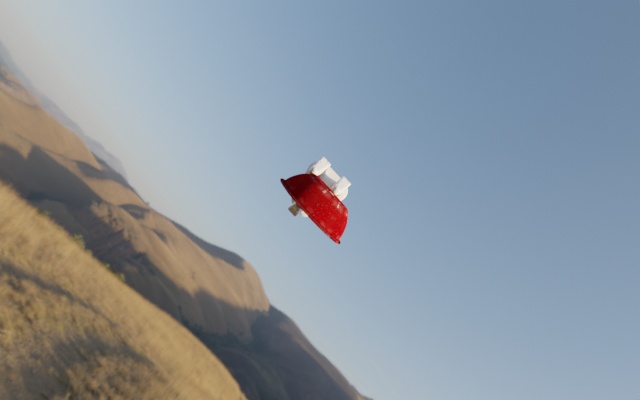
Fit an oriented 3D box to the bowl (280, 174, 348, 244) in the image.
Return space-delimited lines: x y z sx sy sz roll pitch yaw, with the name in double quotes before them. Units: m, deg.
"bowl" 0.001 0.003 0.871 0.055 0.162 0.162 -42 -4 4
